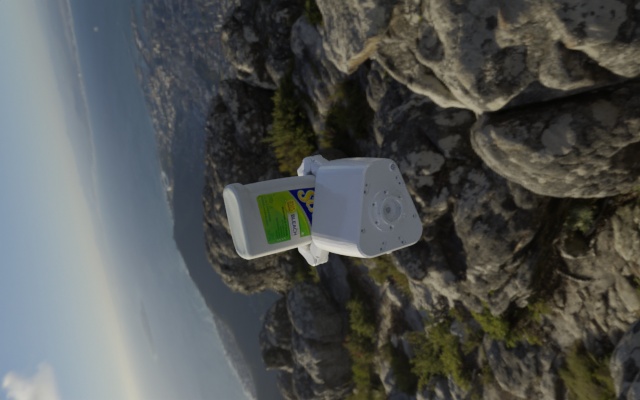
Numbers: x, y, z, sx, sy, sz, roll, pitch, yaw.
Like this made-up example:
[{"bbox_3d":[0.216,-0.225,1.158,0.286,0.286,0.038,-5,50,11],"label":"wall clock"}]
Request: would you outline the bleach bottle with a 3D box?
[{"bbox_3d":[0.000,0.002,0.664,0.251,0.102,0.068,-15,8,-26],"label":"bleach bottle"}]
